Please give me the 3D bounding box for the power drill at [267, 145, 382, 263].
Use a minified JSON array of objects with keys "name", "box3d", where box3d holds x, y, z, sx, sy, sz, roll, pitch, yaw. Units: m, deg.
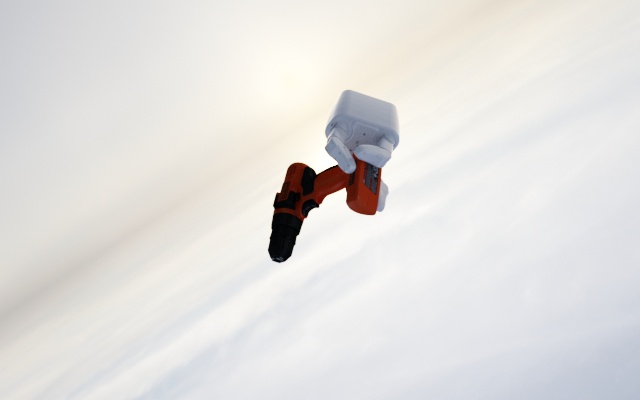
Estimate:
[{"name":"power drill","box3d":[0.001,0.002,0.744,0.188,0.184,0.057,-15,-38,37]}]
